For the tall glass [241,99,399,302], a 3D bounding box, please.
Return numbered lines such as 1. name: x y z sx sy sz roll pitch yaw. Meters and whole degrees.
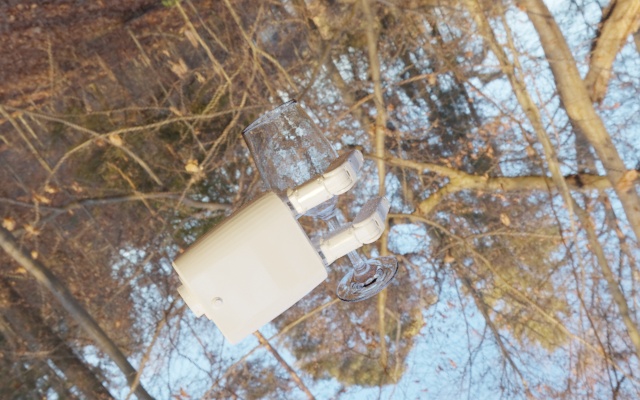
1. tall glass: 0.001 0.002 0.478 0.079 0.201 0.079 -28 16 9
